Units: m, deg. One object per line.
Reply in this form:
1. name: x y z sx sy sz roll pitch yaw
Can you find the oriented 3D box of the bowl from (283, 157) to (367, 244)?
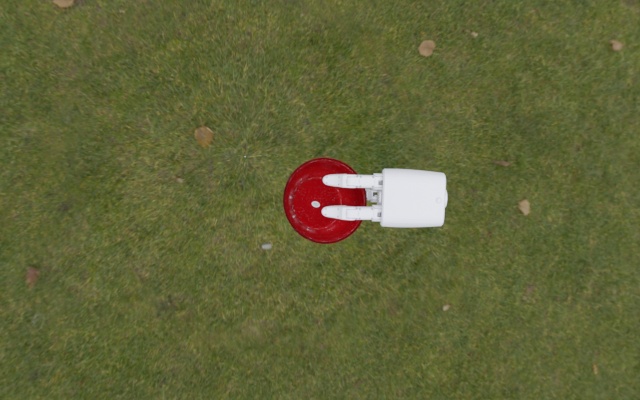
1. bowl: -0.001 0.003 0.863 0.162 0.162 0.055 0 5 15
